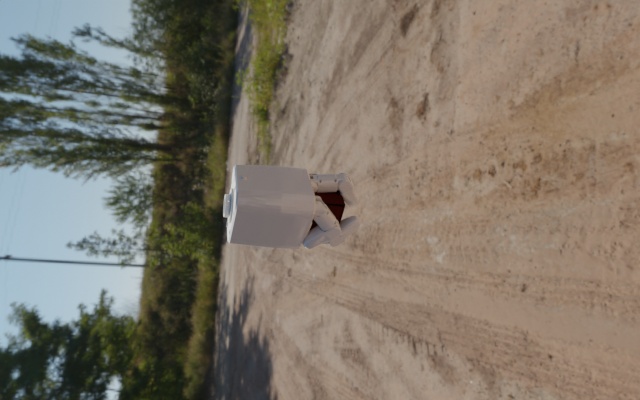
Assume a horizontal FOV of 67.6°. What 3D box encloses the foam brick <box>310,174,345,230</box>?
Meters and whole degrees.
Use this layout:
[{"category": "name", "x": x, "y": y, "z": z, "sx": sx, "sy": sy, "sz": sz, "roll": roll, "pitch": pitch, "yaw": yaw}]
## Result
[{"category": "foam brick", "x": 0.000, "y": 0.002, "z": 0.722, "sx": 0.051, "sy": 0.053, "sz": 0.078, "roll": 4, "pitch": 35, "yaw": -15}]
